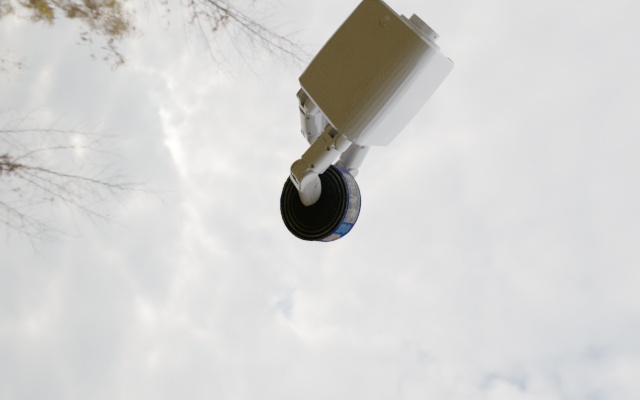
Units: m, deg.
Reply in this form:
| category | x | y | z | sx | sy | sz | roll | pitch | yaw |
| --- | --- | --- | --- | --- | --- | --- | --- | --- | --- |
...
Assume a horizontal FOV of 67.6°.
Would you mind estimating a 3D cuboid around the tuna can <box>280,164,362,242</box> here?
| category | x | y | z | sx | sy | sz | roll | pitch | yaw |
| --- | --- | --- | --- | --- | --- | --- | --- | --- | --- |
| tuna can | 0.000 | 0.002 | 0.509 | 0.086 | 0.086 | 0.034 | 0 | -7 | 34 |
